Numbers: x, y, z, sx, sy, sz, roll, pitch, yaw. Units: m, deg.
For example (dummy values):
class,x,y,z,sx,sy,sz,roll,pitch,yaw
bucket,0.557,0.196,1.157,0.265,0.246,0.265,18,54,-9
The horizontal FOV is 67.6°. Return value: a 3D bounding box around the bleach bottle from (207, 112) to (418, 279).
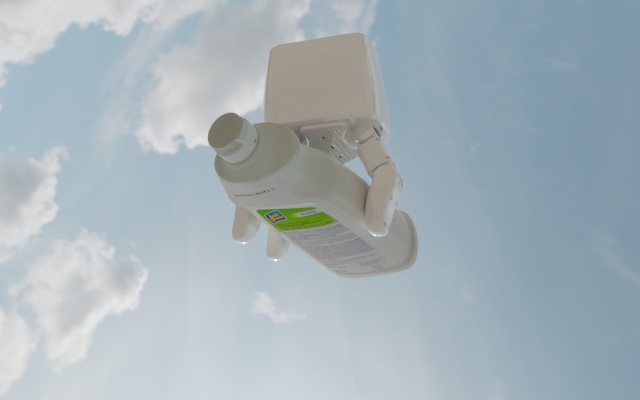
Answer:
class,x,y,z,sx,sy,sz,roll,pitch,yaw
bleach bottle,0.000,0.001,0.414,0.102,0.068,0.251,-14,-30,23
